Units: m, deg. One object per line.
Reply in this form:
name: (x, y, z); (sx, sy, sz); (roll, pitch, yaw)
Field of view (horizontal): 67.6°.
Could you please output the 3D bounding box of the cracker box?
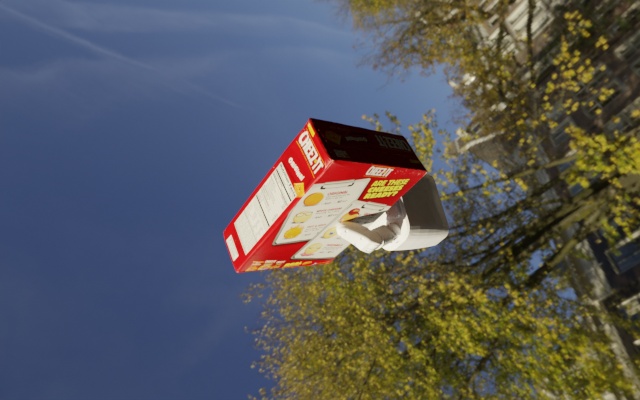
cracker box: (0.000, 0.002, 0.597); (0.164, 0.072, 0.214); (2, -39, -43)
